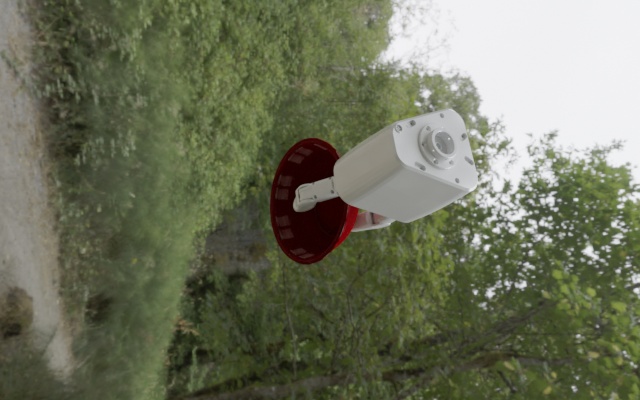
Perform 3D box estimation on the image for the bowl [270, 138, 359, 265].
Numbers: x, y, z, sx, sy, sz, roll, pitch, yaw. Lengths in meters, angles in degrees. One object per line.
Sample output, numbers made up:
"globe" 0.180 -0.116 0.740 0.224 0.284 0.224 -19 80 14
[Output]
"bowl" 0.000 0.002 0.625 0.055 0.162 0.162 5 -3 -40
